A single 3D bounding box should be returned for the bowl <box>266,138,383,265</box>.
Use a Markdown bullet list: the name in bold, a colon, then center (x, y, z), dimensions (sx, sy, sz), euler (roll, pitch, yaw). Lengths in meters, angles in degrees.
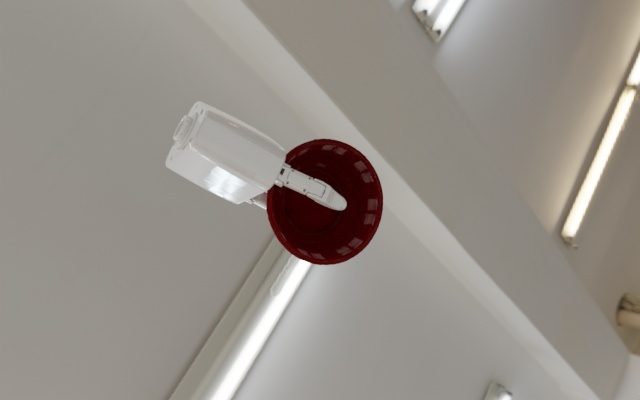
- **bowl**: center (0.001, 0.003, 0.633), dimensions (0.162, 0.162, 0.055), euler (0, -1, -21)
